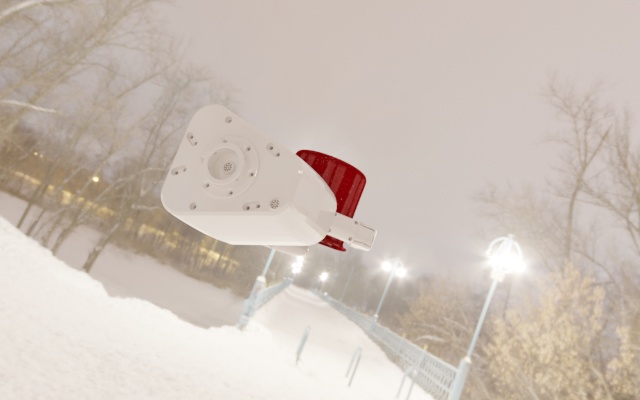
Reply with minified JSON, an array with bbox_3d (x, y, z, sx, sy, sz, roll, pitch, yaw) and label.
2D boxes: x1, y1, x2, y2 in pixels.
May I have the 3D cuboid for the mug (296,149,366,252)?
[{"bbox_3d":[0.001,0.002,0.511,0.093,0.081,0.117,19,-8,16],"label":"mug"}]
